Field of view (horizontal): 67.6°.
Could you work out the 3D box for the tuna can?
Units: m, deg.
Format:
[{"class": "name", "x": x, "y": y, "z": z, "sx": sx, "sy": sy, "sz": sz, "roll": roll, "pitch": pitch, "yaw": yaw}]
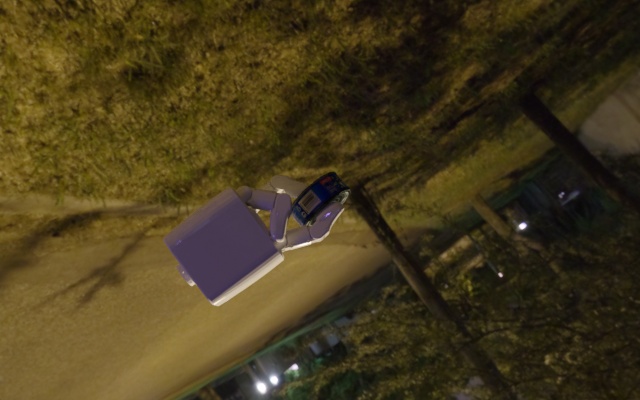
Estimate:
[{"class": "tuna can", "x": 0.001, "y": 0.003, "z": 0.654, "sx": 0.086, "sy": 0.033, "sz": 0.086, "roll": -39, "pitch": -14, "yaw": -12}]
